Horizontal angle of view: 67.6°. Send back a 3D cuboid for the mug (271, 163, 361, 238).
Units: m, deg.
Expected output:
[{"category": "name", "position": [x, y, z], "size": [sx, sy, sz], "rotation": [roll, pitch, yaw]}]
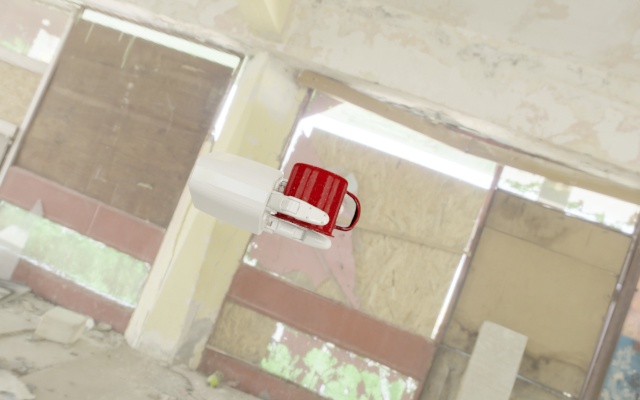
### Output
[{"category": "mug", "position": [0.002, 0.002, 0.660], "size": [0.117, 0.081, 0.093], "rotation": [20, -3, -2]}]
